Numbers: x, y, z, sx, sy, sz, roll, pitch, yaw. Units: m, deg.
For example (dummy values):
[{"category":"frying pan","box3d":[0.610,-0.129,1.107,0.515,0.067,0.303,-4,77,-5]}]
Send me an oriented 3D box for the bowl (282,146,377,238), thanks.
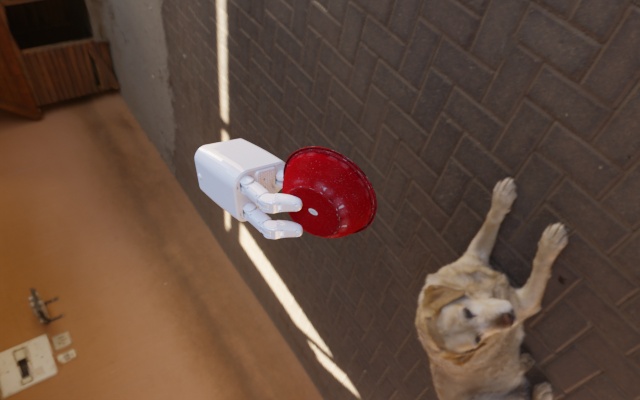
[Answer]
[{"category":"bowl","box3d":[0.001,0.003,0.710,0.162,0.162,0.055,0,36,35]}]
